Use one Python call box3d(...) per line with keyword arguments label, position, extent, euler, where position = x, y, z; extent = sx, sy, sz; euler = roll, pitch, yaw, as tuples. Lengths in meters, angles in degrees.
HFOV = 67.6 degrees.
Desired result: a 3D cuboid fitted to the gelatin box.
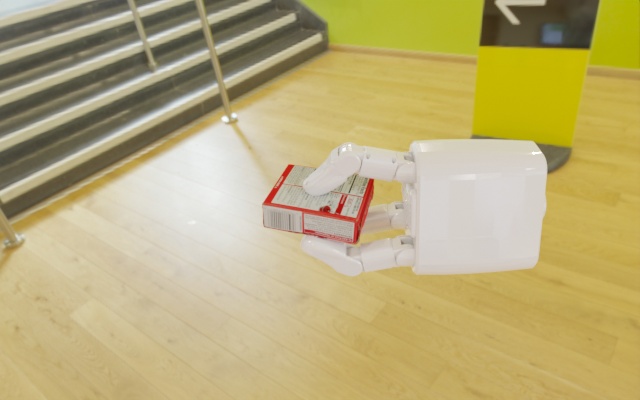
box3d(label="gelatin box", position=(0.000, 0.001, 0.441), extent=(0.089, 0.030, 0.073), euler=(10, 36, 12))
